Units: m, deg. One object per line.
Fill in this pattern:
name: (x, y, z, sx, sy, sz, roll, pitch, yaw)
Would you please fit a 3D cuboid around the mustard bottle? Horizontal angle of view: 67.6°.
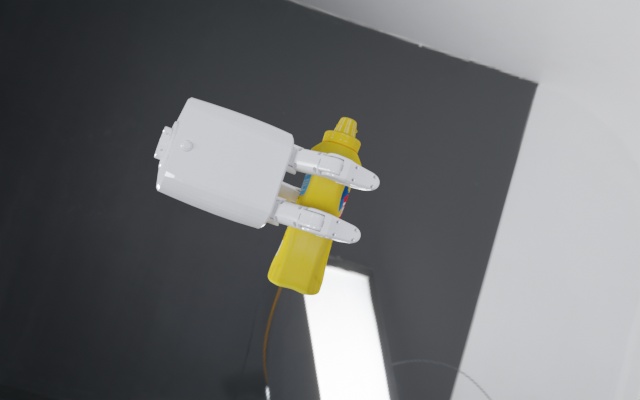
mustard bottle: (0.000, 0.002, 0.514, 0.058, 0.191, 0.096, 18, -6, 2)
